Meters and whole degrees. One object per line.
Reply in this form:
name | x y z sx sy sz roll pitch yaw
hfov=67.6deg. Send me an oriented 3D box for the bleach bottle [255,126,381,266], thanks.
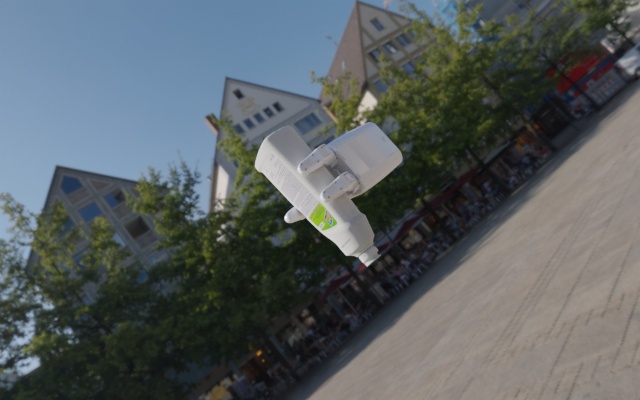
bleach bottle | 0.000 0.002 0.762 0.068 0.251 0.103 -35 -12 -29
